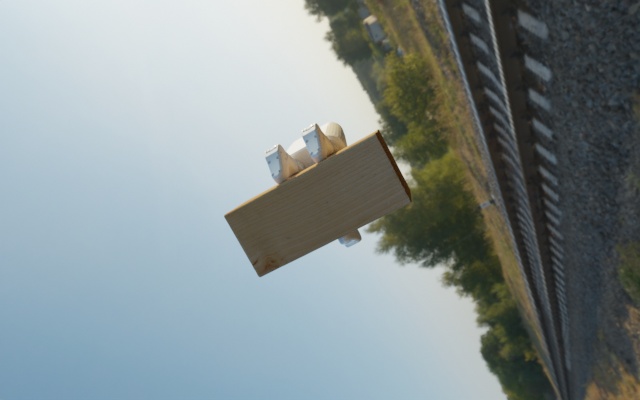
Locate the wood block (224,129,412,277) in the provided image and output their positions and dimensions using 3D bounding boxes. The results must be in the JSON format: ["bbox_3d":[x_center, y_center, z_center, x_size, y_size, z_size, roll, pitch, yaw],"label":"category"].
[{"bbox_3d":[0.000,0.002,0.596,0.206,0.091,0.090,-28,6,14],"label":"wood block"}]
